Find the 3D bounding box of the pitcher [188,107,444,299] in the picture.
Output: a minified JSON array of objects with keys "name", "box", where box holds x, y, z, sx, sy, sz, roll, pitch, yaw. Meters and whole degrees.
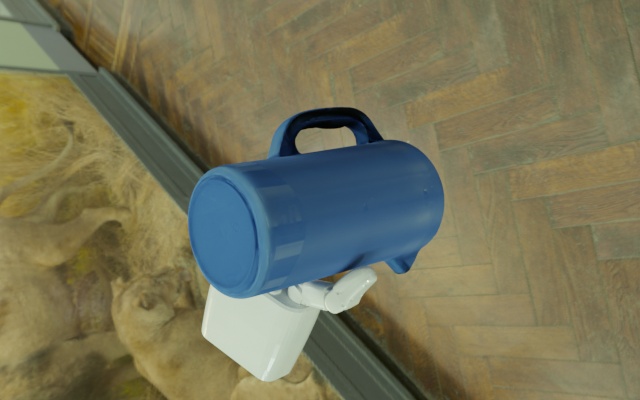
[{"name":"pitcher","box":[0.000,0.002,0.461,0.243,0.145,0.149,-10,40,-47]}]
